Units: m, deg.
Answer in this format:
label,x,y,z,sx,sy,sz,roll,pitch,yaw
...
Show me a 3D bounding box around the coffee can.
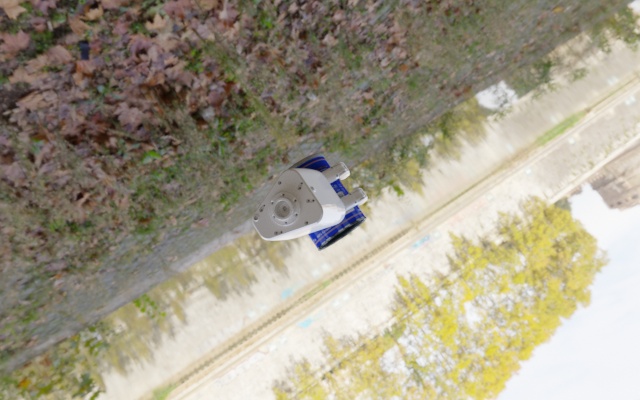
label,x,y,z,sx,sy,sz,roll,pitch,yaw
coffee can,0.000,0.003,0.842,0.103,0.140,0.103,-33,-11,-7
